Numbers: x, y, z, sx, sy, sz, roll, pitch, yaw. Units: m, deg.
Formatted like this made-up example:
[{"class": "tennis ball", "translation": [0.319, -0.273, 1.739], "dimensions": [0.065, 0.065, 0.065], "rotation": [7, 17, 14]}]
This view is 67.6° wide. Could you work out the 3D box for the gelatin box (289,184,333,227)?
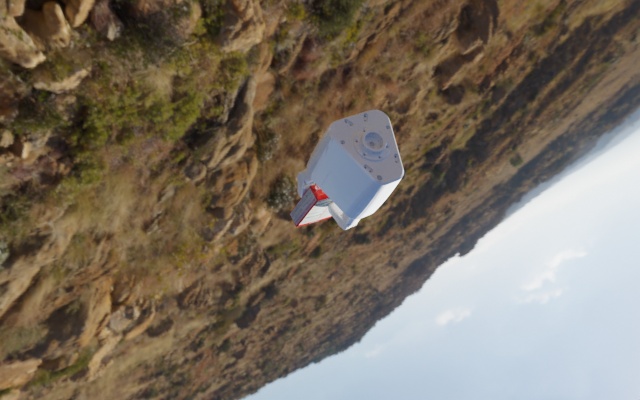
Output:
[{"class": "gelatin box", "translation": [0.000, 0.003, 0.771], "dimensions": [0.073, 0.030, 0.089], "rotation": [-15, -24, -36]}]
